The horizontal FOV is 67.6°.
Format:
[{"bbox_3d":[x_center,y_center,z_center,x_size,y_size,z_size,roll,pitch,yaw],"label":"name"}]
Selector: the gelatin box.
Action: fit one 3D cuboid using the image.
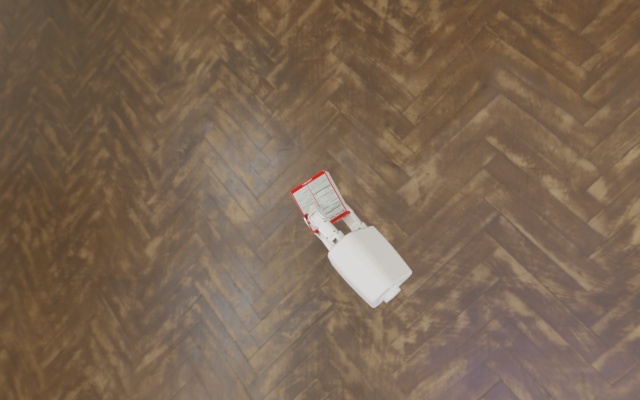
[{"bbox_3d":[0.000,0.002,0.837,0.073,0.089,0.030,-32,-12,14],"label":"gelatin box"}]
